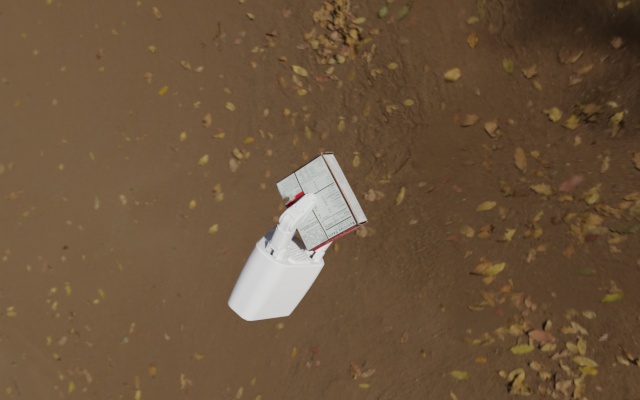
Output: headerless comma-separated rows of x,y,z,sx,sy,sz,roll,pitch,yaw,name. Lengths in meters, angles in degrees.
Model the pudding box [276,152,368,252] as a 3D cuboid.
0.000,0.002,0.664,0.090,0.113,0.039,-30,-7,25,pudding box
